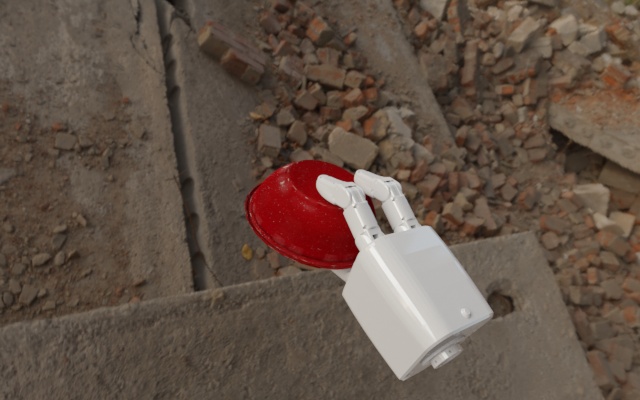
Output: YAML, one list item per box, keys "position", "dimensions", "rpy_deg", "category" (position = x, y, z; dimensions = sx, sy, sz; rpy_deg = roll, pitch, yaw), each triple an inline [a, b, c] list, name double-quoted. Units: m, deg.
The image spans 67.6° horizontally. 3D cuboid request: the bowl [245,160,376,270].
- position: [-0.001, 0.001, 0.536]
  dimensions: [0.162, 0.055, 0.162]
  rpy_deg: [14, 33, -10]
  category: "bowl"
